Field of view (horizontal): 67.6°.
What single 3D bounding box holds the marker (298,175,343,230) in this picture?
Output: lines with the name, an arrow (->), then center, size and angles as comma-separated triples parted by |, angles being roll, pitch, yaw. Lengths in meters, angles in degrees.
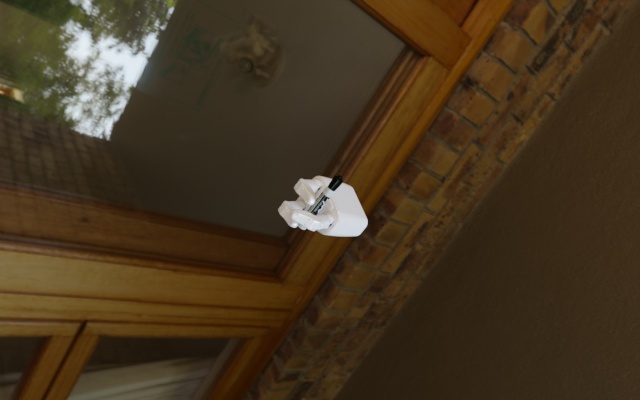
marker -> 0.000, 0.003, 0.847 | 0.020, 0.121, 0.020 | 33, 21, -14
